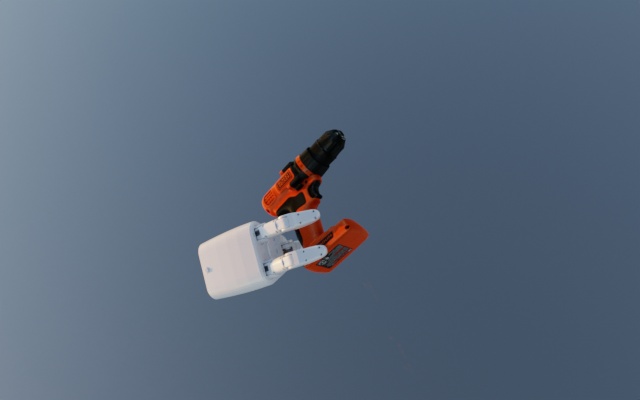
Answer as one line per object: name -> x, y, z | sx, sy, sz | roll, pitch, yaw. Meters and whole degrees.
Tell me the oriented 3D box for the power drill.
power drill -> 0.000, 0.003, 0.743 | 0.057, 0.187, 0.184 | 20, -59, -44
